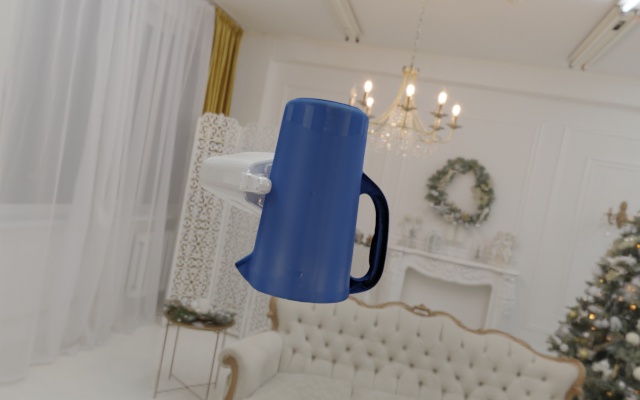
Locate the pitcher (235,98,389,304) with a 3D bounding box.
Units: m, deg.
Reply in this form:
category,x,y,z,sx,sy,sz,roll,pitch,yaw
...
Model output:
category,x,y,z,sx,sy,sz,roll,pitch,yaw
pitcher,0.000,0.002,0.609,0.145,0.243,0.149,12,3,40
